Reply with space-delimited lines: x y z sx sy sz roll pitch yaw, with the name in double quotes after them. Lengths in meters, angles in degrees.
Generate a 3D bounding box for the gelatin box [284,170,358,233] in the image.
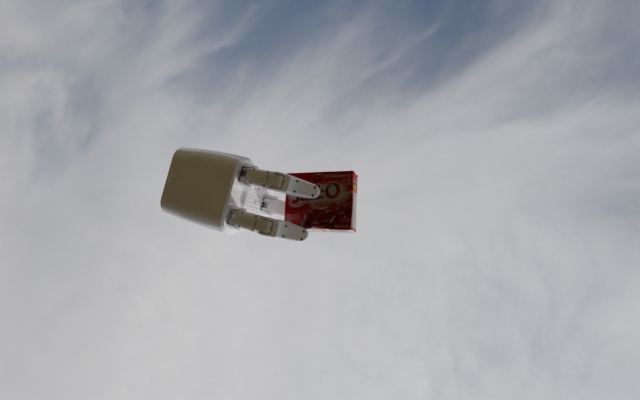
0.001 0.002 0.592 0.089 0.073 0.030 0 -11 18 "gelatin box"
